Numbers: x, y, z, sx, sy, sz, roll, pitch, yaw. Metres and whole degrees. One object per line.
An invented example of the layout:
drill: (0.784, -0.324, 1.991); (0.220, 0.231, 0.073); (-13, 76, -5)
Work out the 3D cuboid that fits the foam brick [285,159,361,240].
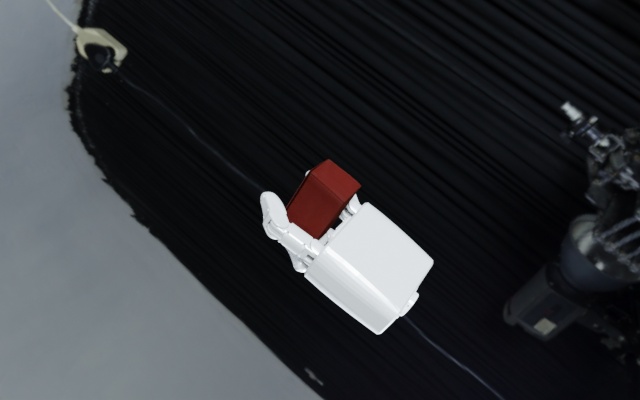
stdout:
foam brick: (0.000, 0.002, 0.546); (0.051, 0.078, 0.053); (40, 35, 8)
